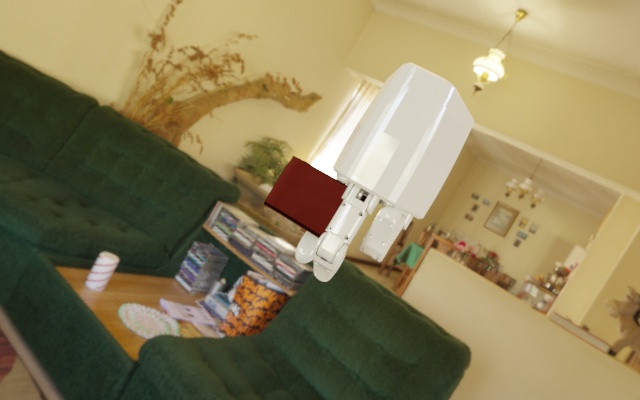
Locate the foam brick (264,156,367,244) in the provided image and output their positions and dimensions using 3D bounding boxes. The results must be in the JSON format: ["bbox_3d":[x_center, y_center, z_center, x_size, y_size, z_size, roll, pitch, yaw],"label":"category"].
[{"bbox_3d":[0.000,0.001,0.434,0.078,0.051,0.053,30,6,12],"label":"foam brick"}]
